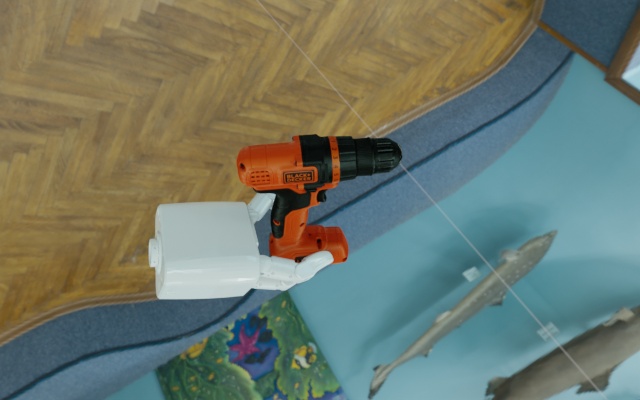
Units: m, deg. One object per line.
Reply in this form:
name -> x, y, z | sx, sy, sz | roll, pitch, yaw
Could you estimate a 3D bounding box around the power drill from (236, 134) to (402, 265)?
power drill -> 0.000, 0.002, 0.581 | 0.184, 0.188, 0.057 | -4, 44, -3
